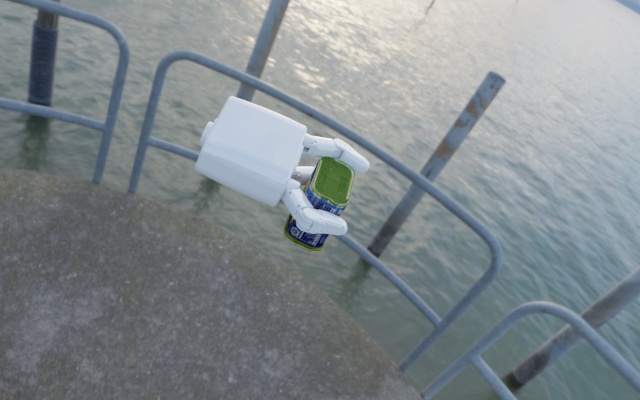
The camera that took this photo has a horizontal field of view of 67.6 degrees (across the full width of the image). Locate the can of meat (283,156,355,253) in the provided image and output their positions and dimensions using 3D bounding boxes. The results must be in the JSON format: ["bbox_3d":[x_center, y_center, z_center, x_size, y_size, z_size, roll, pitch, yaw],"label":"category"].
[{"bbox_3d":[0.000,0.002,0.614,0.057,0.084,0.102,25,35,-6],"label":"can of meat"}]
